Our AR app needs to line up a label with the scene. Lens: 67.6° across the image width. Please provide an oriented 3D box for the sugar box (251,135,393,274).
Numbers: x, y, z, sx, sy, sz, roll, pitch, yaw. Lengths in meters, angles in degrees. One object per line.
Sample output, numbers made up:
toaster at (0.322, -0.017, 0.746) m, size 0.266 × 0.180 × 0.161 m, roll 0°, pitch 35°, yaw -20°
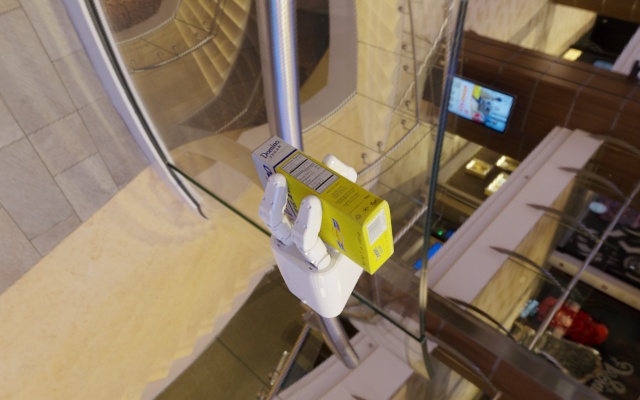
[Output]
sugar box at (0.000, 0.002, 0.544) m, size 0.176 × 0.093 × 0.048 m, roll 30°, pitch 61°, yaw 33°
